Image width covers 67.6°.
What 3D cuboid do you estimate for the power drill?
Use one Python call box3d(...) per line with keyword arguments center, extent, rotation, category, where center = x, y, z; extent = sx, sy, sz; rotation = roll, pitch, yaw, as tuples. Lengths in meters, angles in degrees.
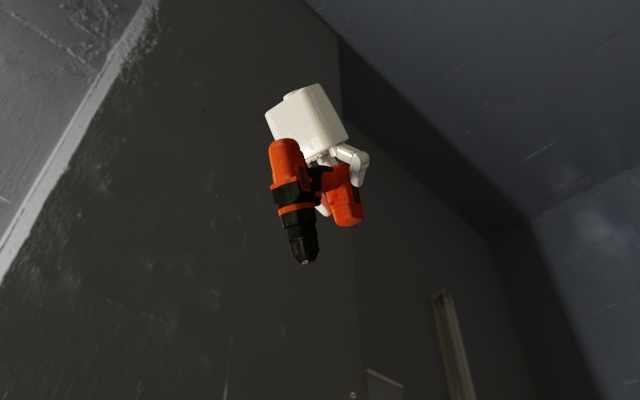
box3d(center=(0.000, 0.002, 0.739), extent=(0.057, 0.184, 0.187), rotation=(-16, -11, 29), category="power drill")
